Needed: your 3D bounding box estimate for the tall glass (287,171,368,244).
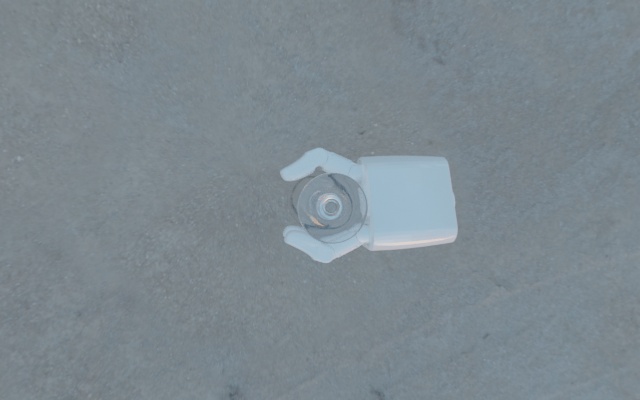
[{"bbox_3d":[0.000,0.002,0.592,0.079,0.079,0.201,0,4,-8],"label":"tall glass"}]
